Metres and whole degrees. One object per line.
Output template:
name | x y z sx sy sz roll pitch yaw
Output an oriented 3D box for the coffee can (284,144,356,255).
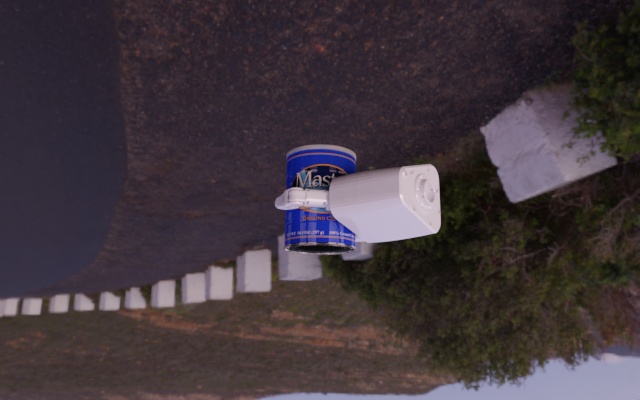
coffee can | 0.000 0.002 0.688 0.103 0.140 0.103 1 -14 0
